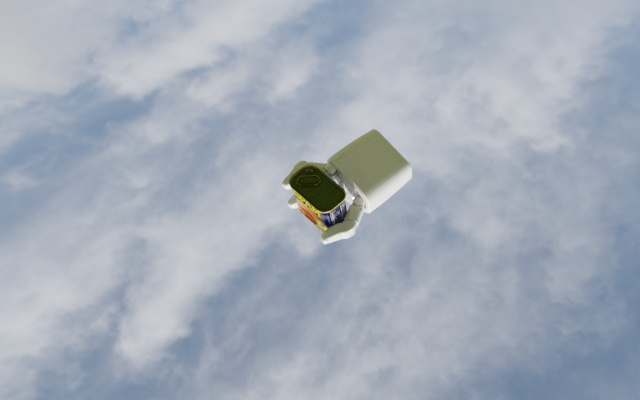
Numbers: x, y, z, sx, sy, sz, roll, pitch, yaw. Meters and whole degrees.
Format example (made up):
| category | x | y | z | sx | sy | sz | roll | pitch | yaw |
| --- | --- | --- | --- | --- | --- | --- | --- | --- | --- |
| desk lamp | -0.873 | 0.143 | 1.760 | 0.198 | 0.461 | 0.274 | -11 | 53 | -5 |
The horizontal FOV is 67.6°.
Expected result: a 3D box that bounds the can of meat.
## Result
| category | x | y | z | sx | sy | sz | roll | pitch | yaw |
| --- | --- | --- | --- | --- | --- | --- | --- | --- | --- |
| can of meat | 0.000 | 0.003 | 0.808 | 0.102 | 0.057 | 0.084 | 40 | -20 | 31 |
